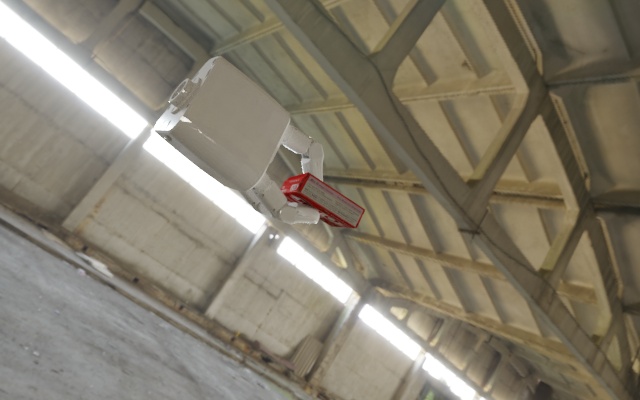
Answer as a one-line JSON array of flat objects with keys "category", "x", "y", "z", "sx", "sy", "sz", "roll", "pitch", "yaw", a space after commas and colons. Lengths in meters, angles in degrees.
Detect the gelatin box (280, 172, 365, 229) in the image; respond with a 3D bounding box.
[{"category": "gelatin box", "x": 0.001, "y": 0.002, "z": 0.592, "sx": 0.089, "sy": 0.030, "sz": 0.073, "roll": 32, "pitch": -13, "yaw": -19}]
